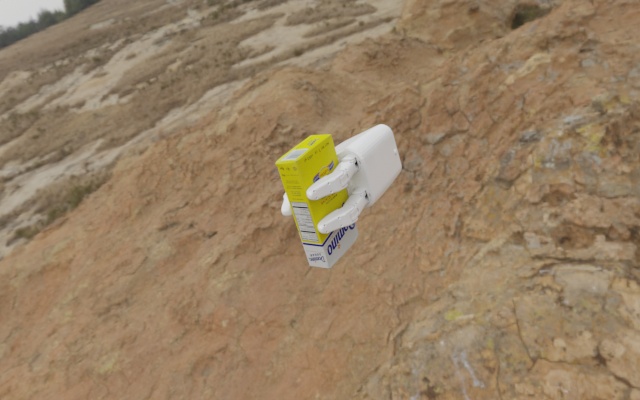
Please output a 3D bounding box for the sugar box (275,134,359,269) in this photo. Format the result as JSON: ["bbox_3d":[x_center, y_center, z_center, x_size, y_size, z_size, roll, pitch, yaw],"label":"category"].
[{"bbox_3d":[0.001,0.002,0.700,0.048,0.176,0.093,1,30,39],"label":"sugar box"}]
